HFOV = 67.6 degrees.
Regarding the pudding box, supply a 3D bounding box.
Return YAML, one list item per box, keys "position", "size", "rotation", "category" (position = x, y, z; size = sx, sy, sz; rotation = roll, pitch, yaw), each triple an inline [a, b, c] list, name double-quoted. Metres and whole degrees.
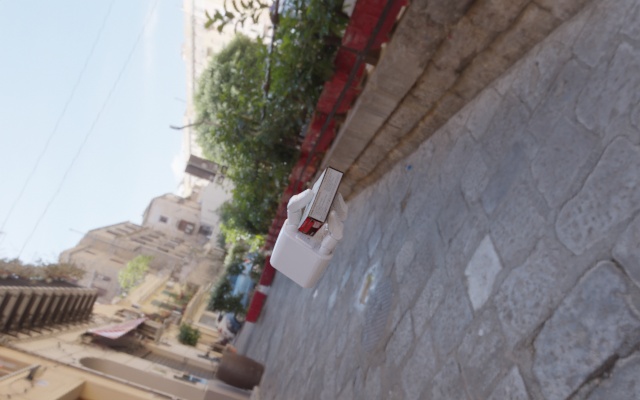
- position: [0.000, 0.003, 0.893]
  size: [0.039, 0.113, 0.090]
  rotation: [23, -23, -7]
  category: "pudding box"
